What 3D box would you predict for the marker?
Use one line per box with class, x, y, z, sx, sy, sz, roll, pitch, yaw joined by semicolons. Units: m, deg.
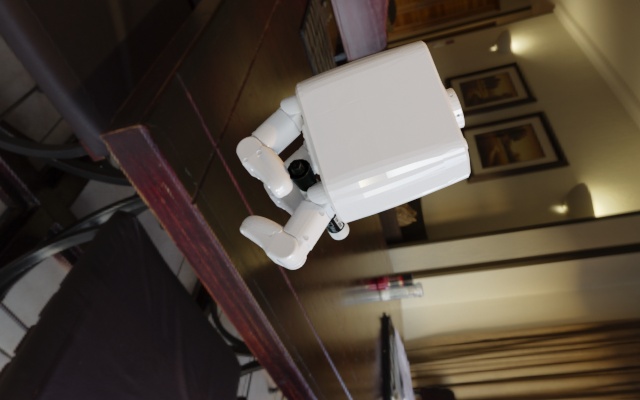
marker;0.000;0.001;0.401;0.020;0.020;0.121;0;-27;20
